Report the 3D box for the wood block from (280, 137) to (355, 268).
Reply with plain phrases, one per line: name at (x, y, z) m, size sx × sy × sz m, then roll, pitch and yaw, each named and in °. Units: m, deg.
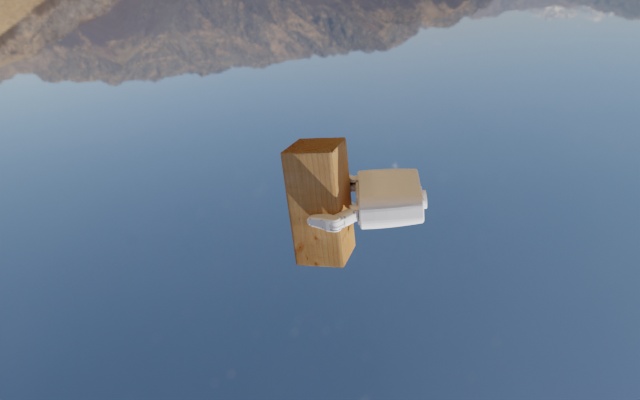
wood block at (0.000, 0.003, 0.827) m, size 0.090 × 0.206 × 0.090 m, roll 1°, pitch 22°, yaw 19°
